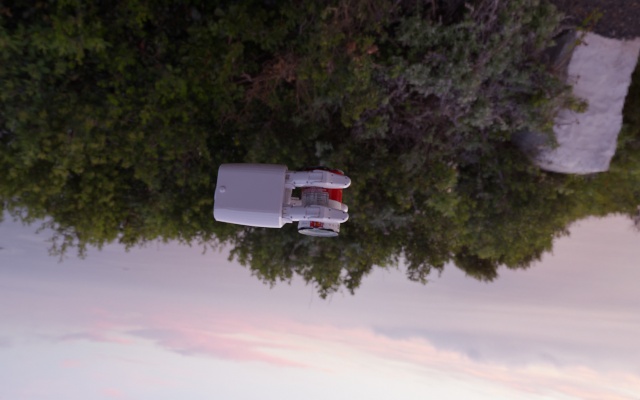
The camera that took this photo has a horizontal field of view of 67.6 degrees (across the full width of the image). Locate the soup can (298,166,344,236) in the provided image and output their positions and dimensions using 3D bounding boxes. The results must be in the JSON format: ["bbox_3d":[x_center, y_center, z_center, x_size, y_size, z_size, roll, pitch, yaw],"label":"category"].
[{"bbox_3d":[0.001,0.003,0.770,0.068,0.102,0.068,4,-12,1],"label":"soup can"}]
